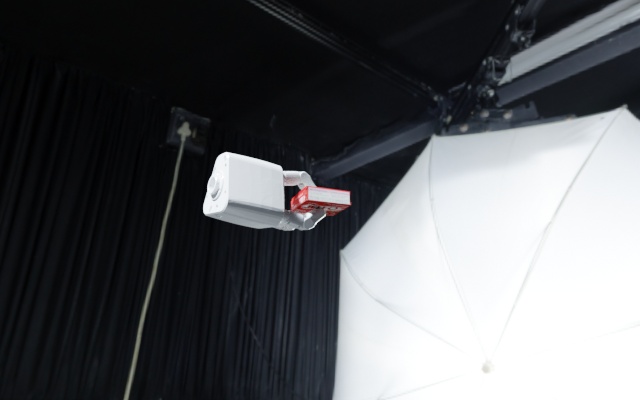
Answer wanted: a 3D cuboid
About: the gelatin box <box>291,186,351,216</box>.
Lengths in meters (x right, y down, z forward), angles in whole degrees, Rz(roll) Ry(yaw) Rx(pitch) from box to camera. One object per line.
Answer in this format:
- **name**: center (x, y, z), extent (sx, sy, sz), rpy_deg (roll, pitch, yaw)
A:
- **gelatin box**: center (0.000, 0.002, 0.869), extent (0.089, 0.030, 0.073), rpy_deg (6, -20, -24)
